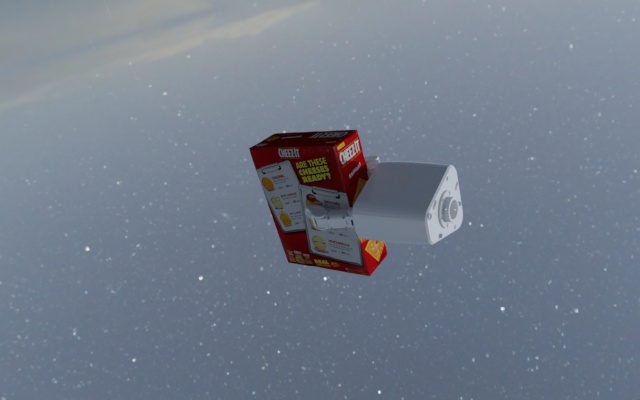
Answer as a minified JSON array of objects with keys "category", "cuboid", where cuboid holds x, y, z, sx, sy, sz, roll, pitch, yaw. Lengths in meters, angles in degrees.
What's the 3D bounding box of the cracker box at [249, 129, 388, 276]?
[{"category":"cracker box","cuboid":[0.000,0.003,0.736,0.164,0.214,0.072,4,31,37]}]
